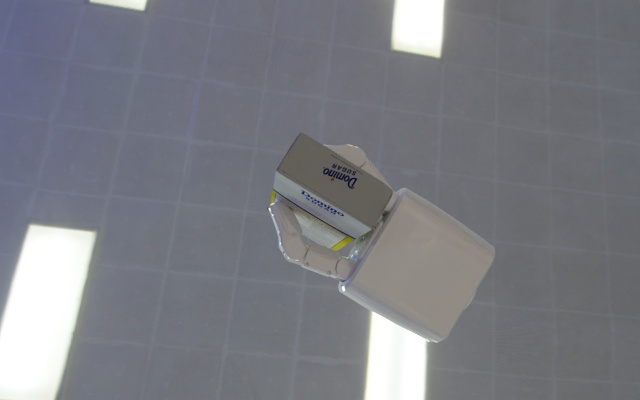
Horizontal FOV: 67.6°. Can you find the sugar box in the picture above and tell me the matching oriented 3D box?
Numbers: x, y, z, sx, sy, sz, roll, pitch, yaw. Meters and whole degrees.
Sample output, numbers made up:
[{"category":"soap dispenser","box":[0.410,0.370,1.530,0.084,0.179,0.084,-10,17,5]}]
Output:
[{"category":"sugar box","box":[0.000,0.001,0.463,0.093,0.048,0.176,31,-17,-2]}]
